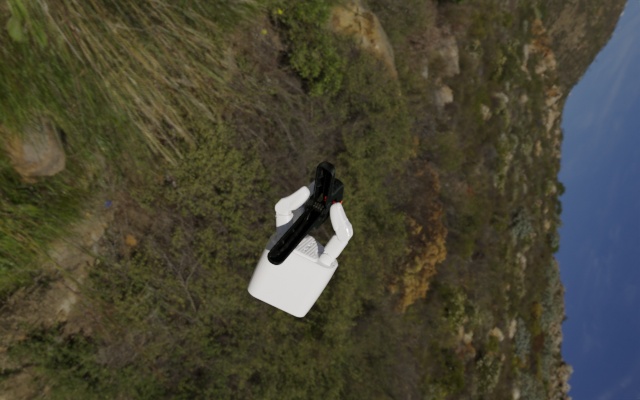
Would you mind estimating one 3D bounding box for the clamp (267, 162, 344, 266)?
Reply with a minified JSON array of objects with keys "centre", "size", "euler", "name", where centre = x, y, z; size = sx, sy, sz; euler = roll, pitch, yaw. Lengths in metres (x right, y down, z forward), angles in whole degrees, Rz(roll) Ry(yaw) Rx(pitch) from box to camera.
[{"centre":[0.001,0.003,0.733],"size":[0.036,0.165,0.210],"euler":[34,21,10],"name":"clamp"}]
